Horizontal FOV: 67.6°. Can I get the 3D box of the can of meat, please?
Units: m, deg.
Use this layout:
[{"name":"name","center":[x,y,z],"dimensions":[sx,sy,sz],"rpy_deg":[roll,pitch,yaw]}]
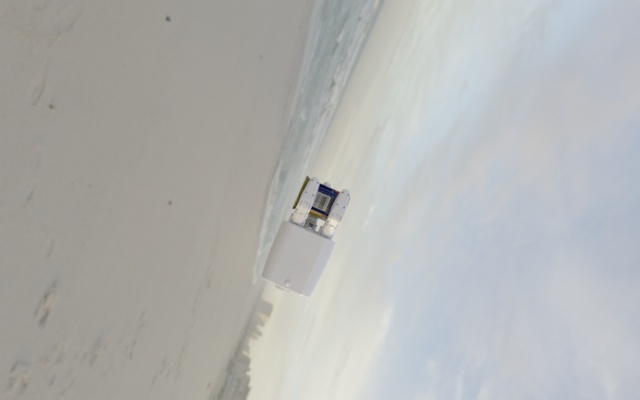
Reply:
[{"name":"can of meat","center":[0.000,0.003,0.843],"dimensions":[0.084,0.057,0.102],"rpy_deg":[24,-7,-3]}]
